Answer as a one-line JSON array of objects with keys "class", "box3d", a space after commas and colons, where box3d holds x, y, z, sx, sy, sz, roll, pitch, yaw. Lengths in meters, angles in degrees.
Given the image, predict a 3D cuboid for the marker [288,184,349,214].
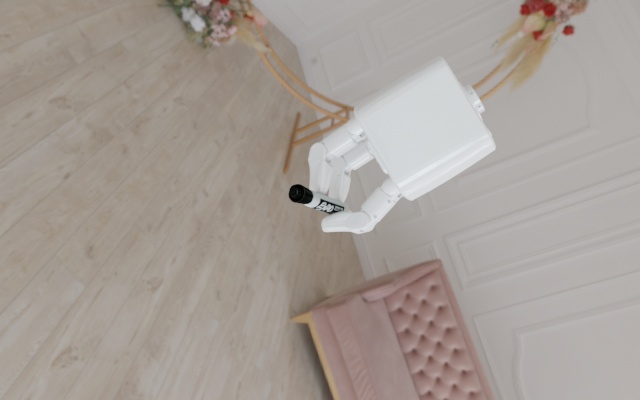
[{"class": "marker", "box3d": [0.000, 0.002, 0.514, 0.020, 0.020, 0.121, 0, -10, 26]}]
